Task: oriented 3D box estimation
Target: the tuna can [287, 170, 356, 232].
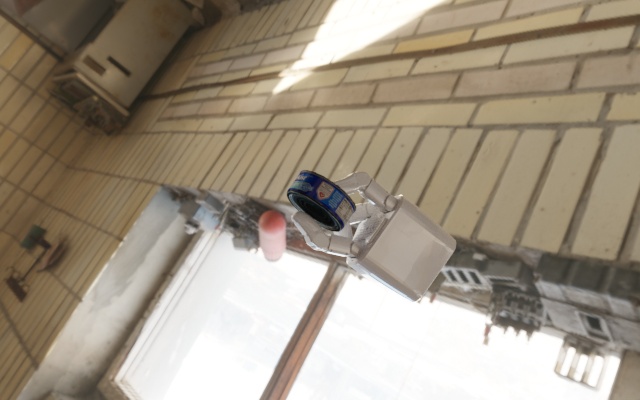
[{"bbox_3d":[0.000,0.002,0.598,0.086,0.033,0.086,32,-17,11],"label":"tuna can"}]
